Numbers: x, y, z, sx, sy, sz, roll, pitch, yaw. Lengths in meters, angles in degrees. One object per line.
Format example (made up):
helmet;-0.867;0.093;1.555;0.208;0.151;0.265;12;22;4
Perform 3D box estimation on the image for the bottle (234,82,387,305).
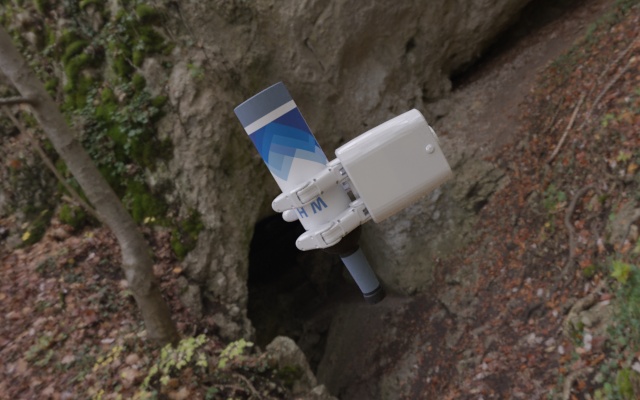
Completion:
bottle;0.000;0.002;0.587;0.069;0.296;0.069;-29;11;6
